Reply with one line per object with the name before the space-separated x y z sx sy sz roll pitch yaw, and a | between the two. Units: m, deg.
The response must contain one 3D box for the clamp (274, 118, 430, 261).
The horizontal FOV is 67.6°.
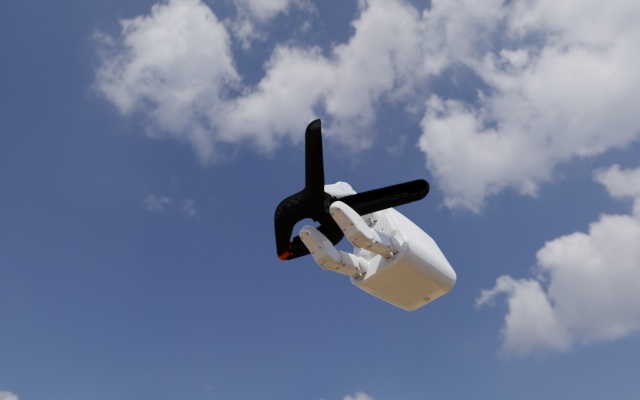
clamp | 0.000 0.002 0.573 0.164 0.036 0.210 33 -54 -26
